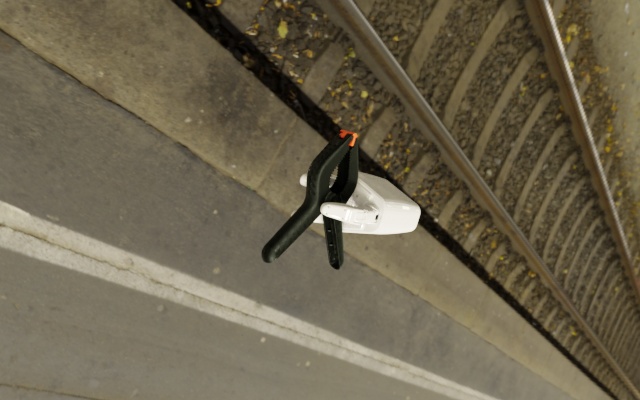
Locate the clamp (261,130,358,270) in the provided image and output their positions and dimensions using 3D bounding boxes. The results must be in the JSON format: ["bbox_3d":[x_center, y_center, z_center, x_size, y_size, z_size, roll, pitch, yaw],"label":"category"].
[{"bbox_3d":[0.001,0.002,0.670,0.036,0.210,0.164,22,11,39],"label":"clamp"}]
